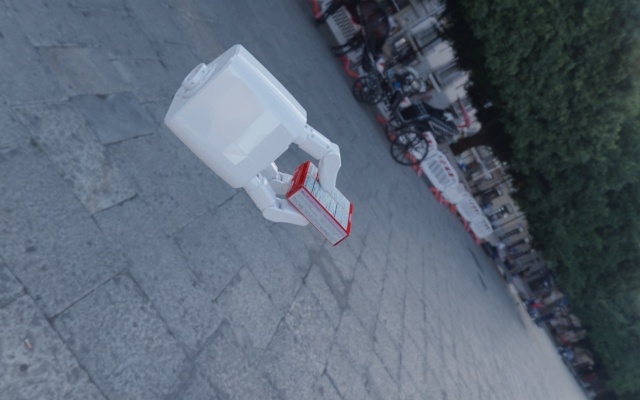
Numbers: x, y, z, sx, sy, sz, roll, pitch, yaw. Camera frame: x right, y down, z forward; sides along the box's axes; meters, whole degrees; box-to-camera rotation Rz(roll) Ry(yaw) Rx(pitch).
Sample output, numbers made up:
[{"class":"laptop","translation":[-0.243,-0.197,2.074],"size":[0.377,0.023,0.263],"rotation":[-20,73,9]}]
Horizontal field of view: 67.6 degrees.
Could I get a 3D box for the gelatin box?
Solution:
[{"class":"gelatin box","translation":[0.001,0.002,0.587],"size":[0.030,0.089,0.073],"rotation":[-37,18,23]}]
